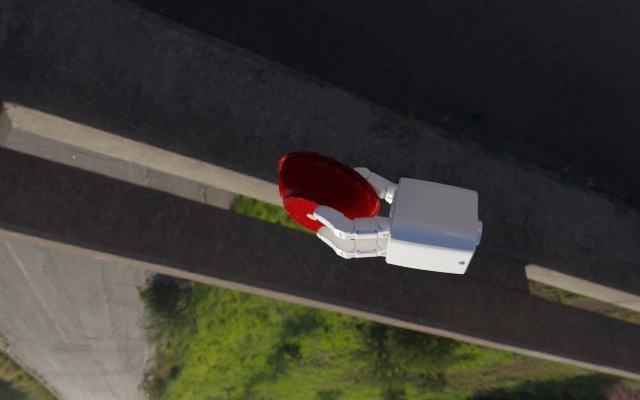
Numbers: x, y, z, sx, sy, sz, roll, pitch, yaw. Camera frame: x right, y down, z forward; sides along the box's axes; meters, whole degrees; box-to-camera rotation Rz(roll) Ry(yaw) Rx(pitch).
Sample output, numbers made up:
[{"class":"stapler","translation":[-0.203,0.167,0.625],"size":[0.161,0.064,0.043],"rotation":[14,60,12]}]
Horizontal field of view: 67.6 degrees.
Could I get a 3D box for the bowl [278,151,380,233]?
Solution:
[{"class":"bowl","translation":[-0.001,0.002,0.682],"size":[0.162,0.055,0.162],"rotation":[22,-27,12]}]
